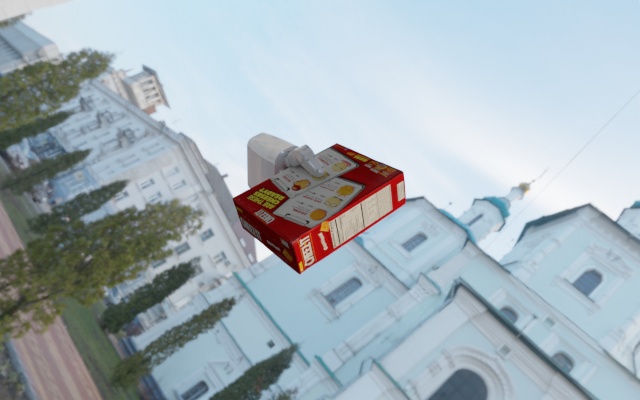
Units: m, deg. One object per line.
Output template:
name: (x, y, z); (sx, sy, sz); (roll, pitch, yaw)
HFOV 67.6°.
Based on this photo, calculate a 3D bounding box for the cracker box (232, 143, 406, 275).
cracker box: (0.000, 0.002, 0.740); (0.213, 0.072, 0.164); (-31, 38, -25)
